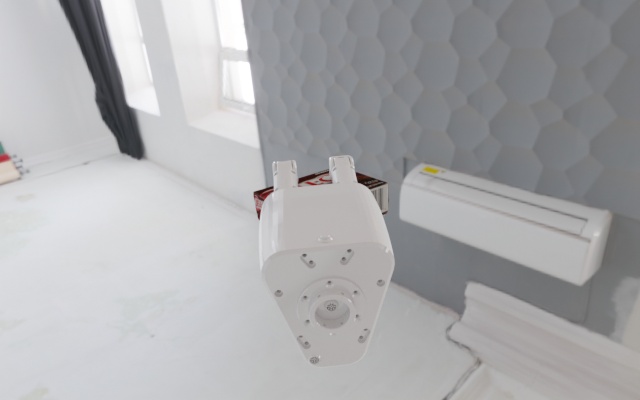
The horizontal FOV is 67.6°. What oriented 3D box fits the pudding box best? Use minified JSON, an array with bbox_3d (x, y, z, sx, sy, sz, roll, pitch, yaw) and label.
[{"bbox_3d":[0.000,0.002,0.492,0.113,0.039,0.090,-16,24,-28],"label":"pudding box"}]
